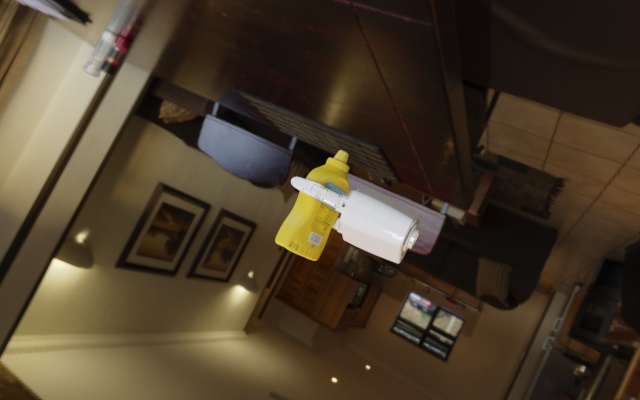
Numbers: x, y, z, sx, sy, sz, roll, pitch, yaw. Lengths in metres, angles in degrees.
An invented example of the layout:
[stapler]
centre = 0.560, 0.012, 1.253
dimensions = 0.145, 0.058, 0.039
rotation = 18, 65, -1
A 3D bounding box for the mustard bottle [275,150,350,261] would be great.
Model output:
[mustard bottle]
centre = 0.000, 0.003, 0.817
dimensions = 0.058, 0.191, 0.096
rotation = 23, -5, 41
